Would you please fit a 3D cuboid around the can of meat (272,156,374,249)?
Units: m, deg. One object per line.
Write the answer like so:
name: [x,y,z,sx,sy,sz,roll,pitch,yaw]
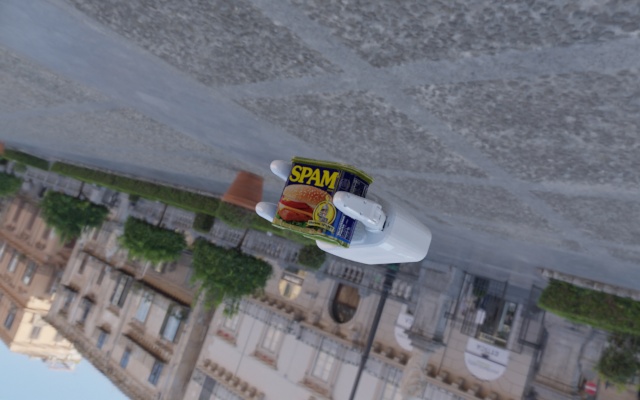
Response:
can of meat: [0.000,0.002,0.545,0.102,0.084,0.057,12,-9,39]
